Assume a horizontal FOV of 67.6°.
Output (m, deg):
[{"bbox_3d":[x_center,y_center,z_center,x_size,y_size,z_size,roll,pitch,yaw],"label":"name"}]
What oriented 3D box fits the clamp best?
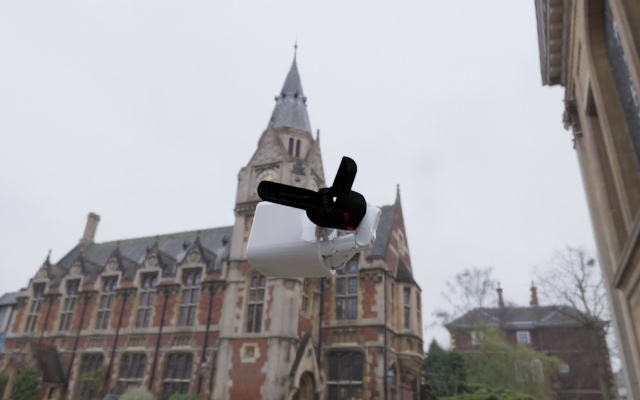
[{"bbox_3d":[0.000,0.001,0.595,0.120,0.039,0.171,-6,-27,14],"label":"clamp"}]
